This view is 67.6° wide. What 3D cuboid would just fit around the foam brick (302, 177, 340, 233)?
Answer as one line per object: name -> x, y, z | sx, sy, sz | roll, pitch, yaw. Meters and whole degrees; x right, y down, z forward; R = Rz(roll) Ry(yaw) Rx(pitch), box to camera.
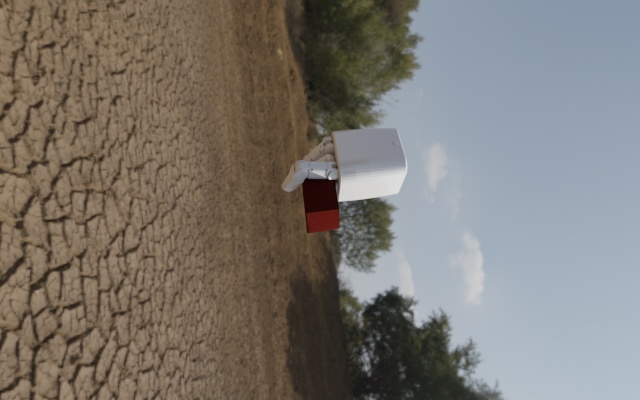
foam brick -> 0.000, 0.003, 0.736 | 0.051, 0.078, 0.053 | -5, -38, -3
